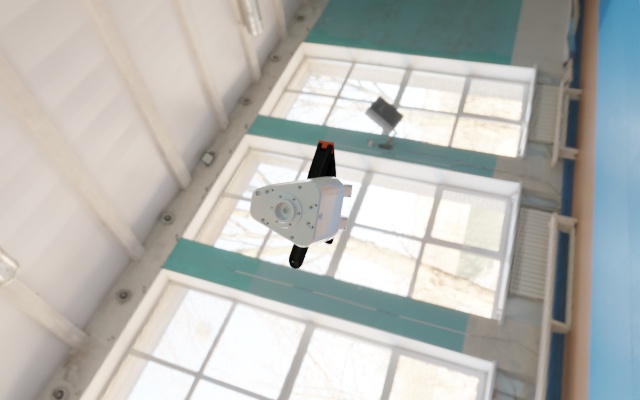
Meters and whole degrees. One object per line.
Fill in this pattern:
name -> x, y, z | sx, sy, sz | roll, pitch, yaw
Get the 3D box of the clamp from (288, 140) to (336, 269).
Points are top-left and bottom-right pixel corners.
clamp -> -0.001, 0.002, 0.828 | 0.036, 0.210, 0.164 | 12, 8, 19
